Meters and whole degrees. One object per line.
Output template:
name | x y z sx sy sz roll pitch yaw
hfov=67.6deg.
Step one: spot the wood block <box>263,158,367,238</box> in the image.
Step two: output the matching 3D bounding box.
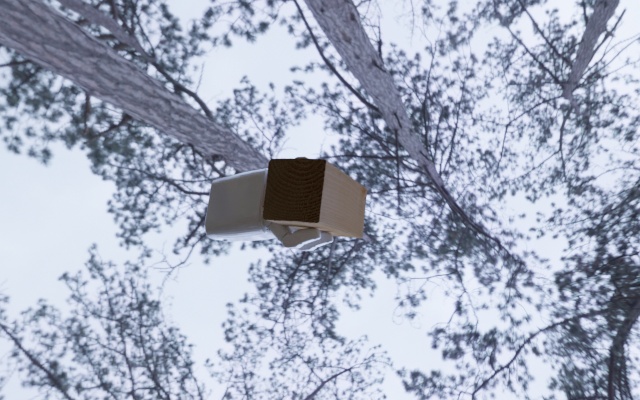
wood block | 0.000 0.002 0.753 0.090 0.091 0.206 2 -8 22
